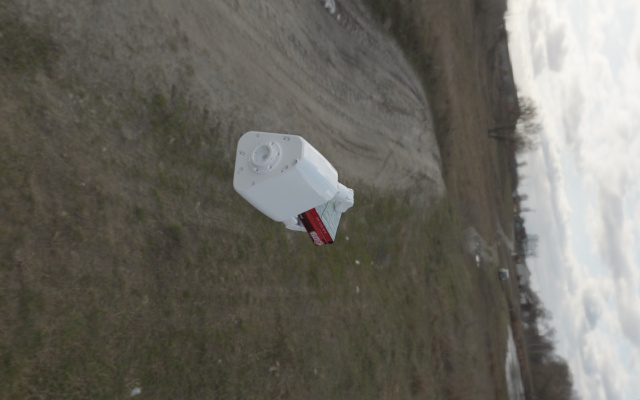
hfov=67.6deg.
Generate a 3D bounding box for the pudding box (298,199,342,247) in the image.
[{"bbox_3d":[0.000,0.002,0.760,0.039,0.090,0.113,-9,37,25],"label":"pudding box"}]
